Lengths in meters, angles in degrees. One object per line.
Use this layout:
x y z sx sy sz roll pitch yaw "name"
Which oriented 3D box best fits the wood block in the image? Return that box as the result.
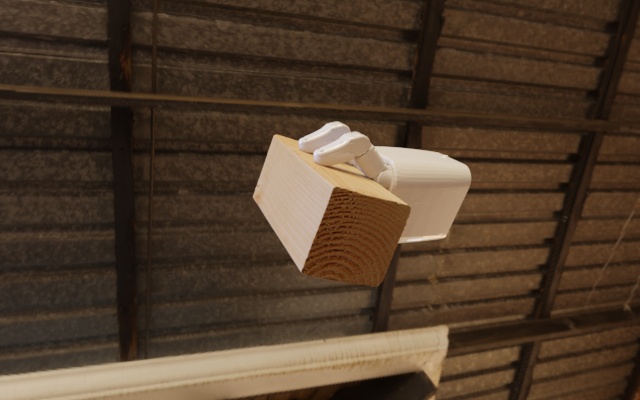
0.000 0.002 0.535 0.090 0.091 0.206 14 14 -25 "wood block"
